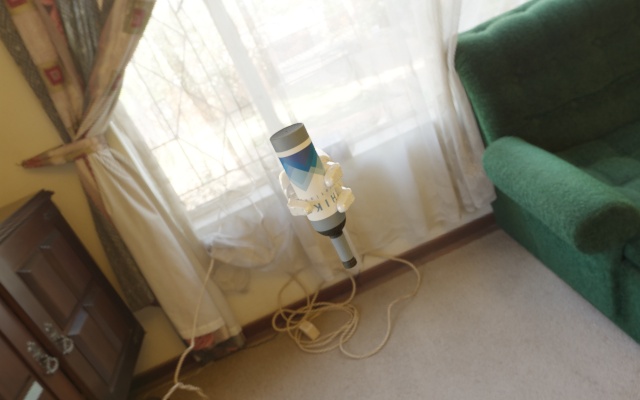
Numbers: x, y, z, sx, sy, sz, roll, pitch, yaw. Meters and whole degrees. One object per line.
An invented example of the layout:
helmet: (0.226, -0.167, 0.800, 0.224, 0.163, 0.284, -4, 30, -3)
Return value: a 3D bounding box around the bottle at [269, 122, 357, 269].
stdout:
bottle: (0.000, 0.003, 0.879, 0.069, 0.296, 0.069, -22, 22, 9)
